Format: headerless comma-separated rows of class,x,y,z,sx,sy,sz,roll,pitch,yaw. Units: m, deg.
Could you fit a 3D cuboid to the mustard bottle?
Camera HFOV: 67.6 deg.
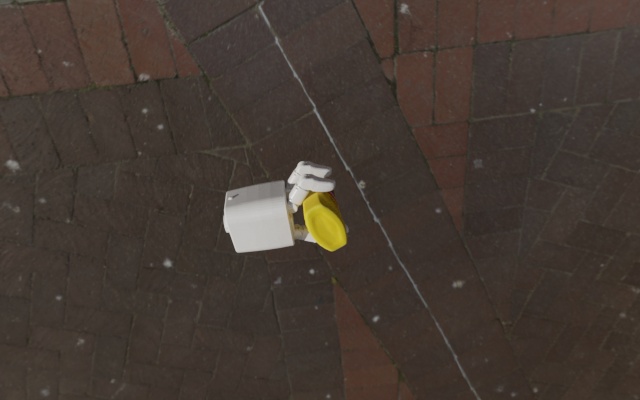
mustard bottle,0.000,0.003,0.858,0.058,0.096,0.191,-31,27,9
